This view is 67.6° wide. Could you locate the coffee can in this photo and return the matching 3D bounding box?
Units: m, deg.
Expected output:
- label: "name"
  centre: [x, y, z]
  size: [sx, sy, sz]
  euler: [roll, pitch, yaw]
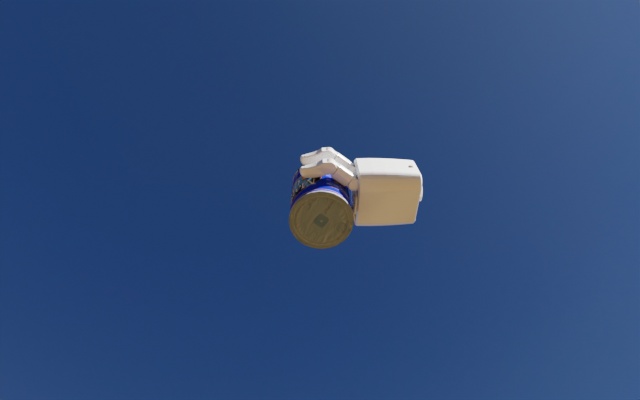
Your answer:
- label: "coffee can"
  centre: [0.000, 0.003, 0.814]
  size: [0.103, 0.103, 0.140]
  euler: [0, 26, -1]
